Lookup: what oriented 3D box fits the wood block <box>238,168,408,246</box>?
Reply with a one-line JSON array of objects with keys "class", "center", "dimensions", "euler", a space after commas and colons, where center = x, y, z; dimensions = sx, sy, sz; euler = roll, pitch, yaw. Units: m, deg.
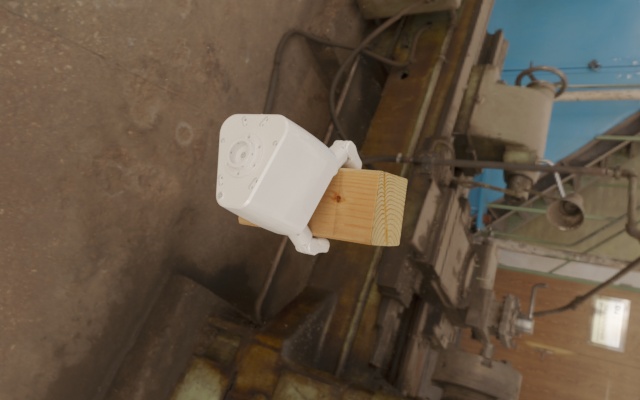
[{"class": "wood block", "center": [0.000, 0.002, 0.646], "dimensions": [0.206, 0.091, 0.090], "euler": [7, -1, 32]}]
